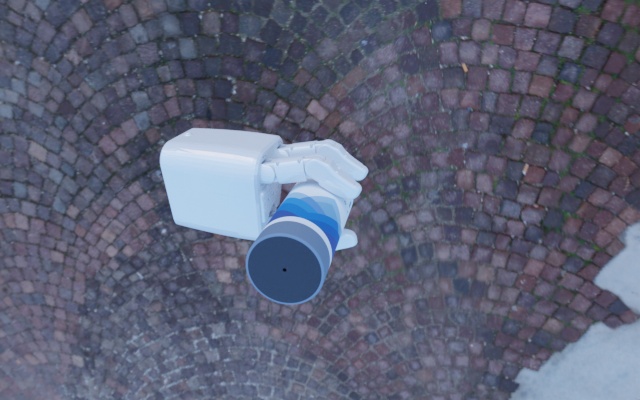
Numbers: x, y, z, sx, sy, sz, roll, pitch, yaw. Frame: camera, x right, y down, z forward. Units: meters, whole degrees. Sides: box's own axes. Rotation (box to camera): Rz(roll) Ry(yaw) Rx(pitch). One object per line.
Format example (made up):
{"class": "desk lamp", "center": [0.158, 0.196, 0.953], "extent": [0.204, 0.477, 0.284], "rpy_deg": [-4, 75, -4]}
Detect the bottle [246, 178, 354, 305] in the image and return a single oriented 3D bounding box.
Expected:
{"class": "bottle", "center": [0.000, 0.002, 0.518], "extent": [0.069, 0.069, 0.295], "rpy_deg": [0, 22, 12]}
